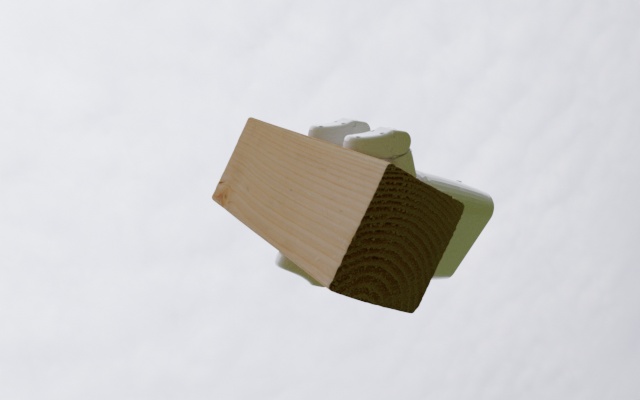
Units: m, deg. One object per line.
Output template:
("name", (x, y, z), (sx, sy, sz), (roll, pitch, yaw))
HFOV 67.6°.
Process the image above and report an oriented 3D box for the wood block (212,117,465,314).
("wood block", (0.000, 0.002, 0.401), (0.090, 0.091, 0.206), (23, 2, -37))
